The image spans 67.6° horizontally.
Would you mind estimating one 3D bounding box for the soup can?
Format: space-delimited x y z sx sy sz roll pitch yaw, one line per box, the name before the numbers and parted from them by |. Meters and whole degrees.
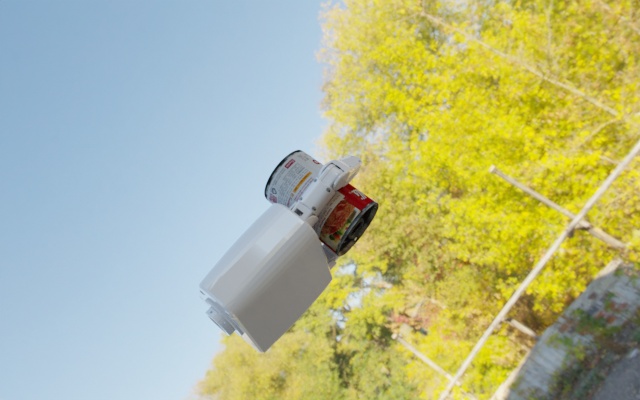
soup can | 0.000 0.001 0.500 0.102 0.068 0.068 36 12 17
